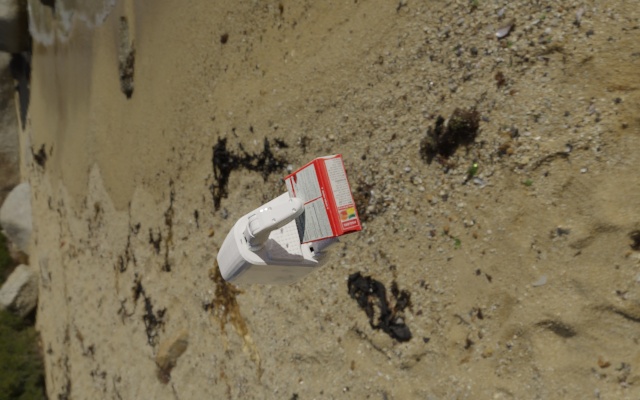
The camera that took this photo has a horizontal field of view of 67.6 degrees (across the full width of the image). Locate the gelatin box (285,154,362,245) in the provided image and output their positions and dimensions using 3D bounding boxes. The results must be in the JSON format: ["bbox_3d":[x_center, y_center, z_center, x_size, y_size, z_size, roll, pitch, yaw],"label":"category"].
[{"bbox_3d":[0.000,0.002,0.466,0.030,0.073,0.089,-13,-4,-26],"label":"gelatin box"}]
